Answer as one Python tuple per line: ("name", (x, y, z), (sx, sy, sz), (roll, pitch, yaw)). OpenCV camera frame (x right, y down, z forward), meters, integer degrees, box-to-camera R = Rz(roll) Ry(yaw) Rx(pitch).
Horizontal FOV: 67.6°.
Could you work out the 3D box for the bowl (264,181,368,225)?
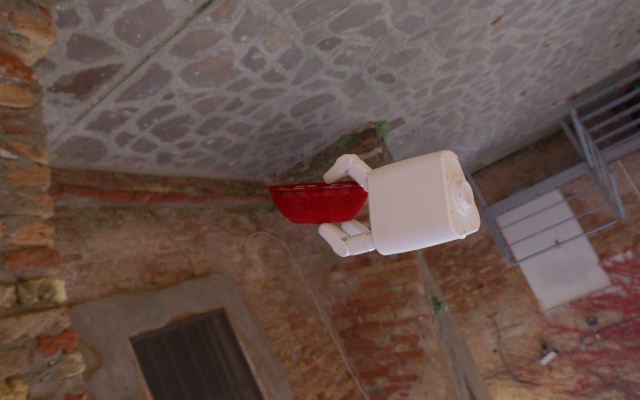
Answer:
("bowl", (-0.001, 0.003, 0.701), (0.162, 0.055, 0.162), (-3, 5, 0))
